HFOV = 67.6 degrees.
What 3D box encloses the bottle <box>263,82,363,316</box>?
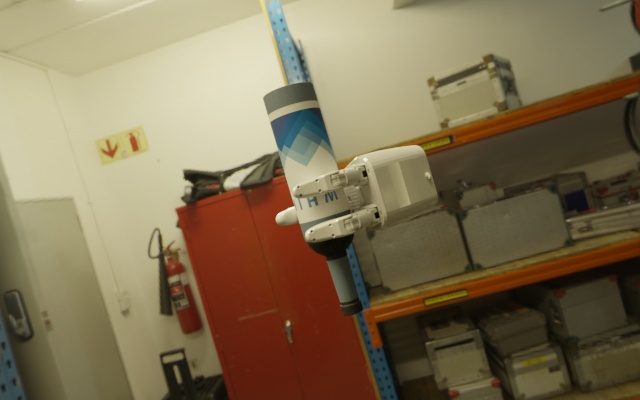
[{"bbox_3d":[0.000,0.002,0.609,0.069,0.295,0.069,-16,1,0],"label":"bottle"}]
